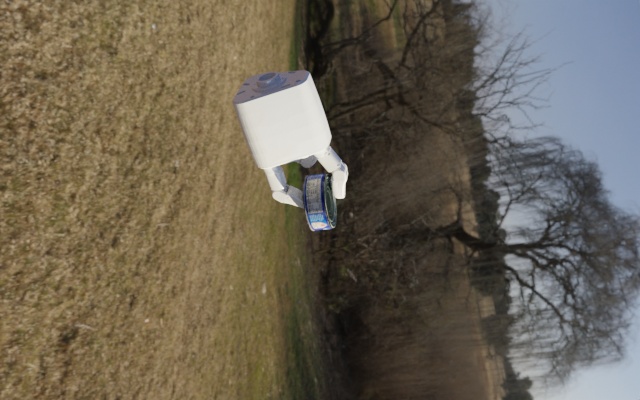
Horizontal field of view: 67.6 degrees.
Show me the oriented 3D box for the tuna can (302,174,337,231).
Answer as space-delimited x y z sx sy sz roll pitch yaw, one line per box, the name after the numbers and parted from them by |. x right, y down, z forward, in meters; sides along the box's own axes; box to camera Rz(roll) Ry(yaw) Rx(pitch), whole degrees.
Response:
0.001 0.002 0.726 0.034 0.086 0.086 -7 -2 13 | tuna can
